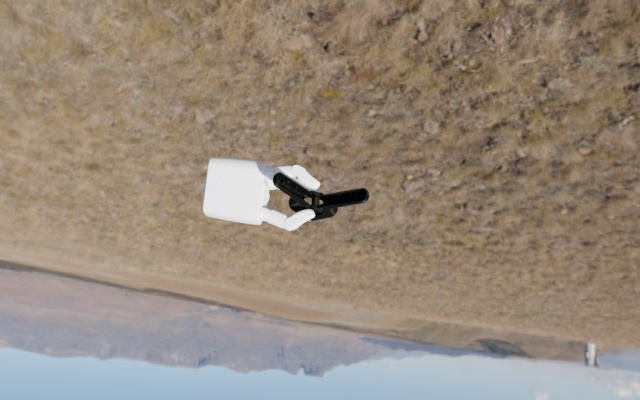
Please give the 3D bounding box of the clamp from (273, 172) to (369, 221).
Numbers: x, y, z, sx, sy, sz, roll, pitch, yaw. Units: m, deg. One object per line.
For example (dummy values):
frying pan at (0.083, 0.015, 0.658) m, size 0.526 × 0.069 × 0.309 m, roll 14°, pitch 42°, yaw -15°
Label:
clamp at (0.000, 0.004, 0.884) m, size 0.164 × 0.036 × 0.210 m, roll 9°, pitch -17°, yaw 2°
